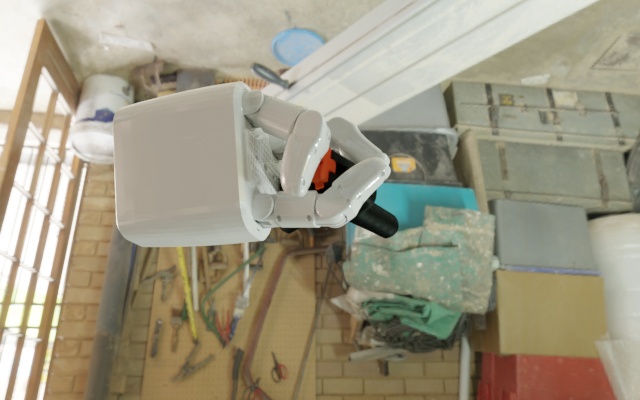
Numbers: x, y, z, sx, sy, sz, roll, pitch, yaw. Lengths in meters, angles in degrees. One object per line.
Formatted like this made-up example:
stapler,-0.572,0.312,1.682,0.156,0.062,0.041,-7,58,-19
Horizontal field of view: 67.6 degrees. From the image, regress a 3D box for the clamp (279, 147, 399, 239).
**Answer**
clamp,0.000,0.002,0.420,0.120,0.039,0.171,-6,-23,14
